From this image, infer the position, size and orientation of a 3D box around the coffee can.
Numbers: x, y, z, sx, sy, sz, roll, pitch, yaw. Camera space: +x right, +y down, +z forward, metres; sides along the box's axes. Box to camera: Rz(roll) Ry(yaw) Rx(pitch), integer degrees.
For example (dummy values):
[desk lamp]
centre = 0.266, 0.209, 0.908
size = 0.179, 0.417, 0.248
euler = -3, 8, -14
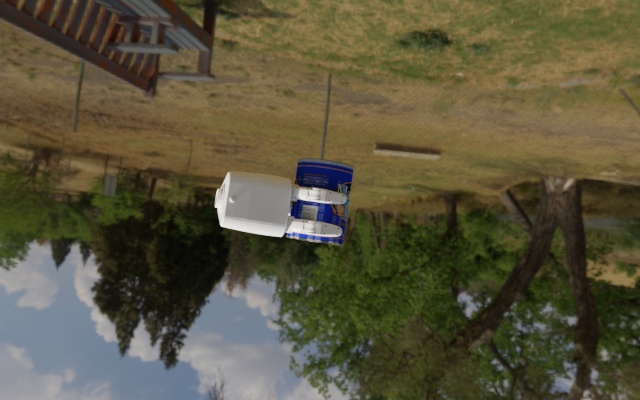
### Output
[coffee can]
centre = 0.000, 0.003, 0.849
size = 0.103, 0.140, 0.103
euler = 8, -3, 0
